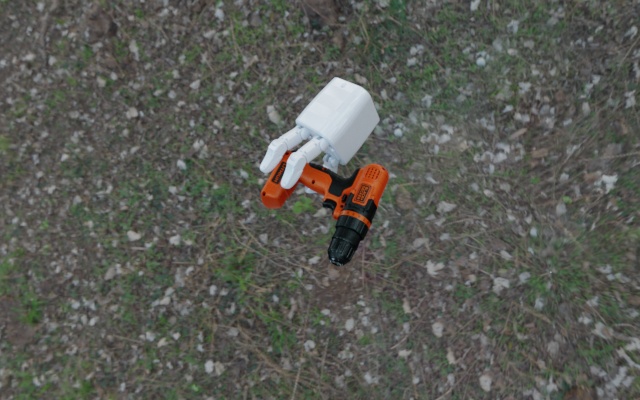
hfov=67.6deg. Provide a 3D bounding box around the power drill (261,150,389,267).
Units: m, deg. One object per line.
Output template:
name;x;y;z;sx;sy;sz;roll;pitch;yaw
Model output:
power drill;0.000;0.002;0.789;0.187;0.184;0.057;19;-26;18
